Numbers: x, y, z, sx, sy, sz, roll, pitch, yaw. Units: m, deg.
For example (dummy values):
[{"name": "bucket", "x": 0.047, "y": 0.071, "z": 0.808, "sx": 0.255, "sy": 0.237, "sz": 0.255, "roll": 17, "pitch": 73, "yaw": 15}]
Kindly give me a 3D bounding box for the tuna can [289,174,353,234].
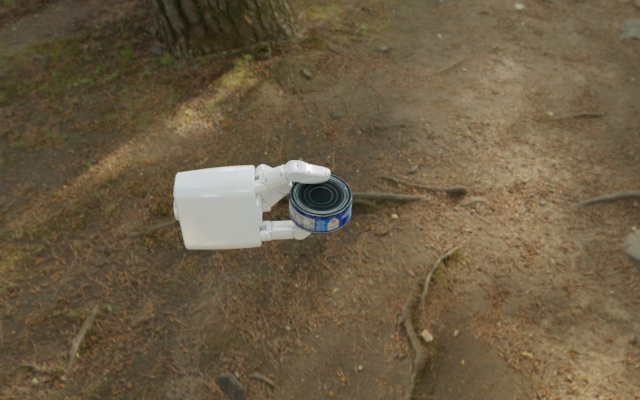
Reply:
[{"name": "tuna can", "x": 0.000, "y": 0.002, "z": 0.642, "sx": 0.086, "sy": 0.086, "sz": 0.034, "roll": 0, "pitch": -44, "yaw": -4}]
